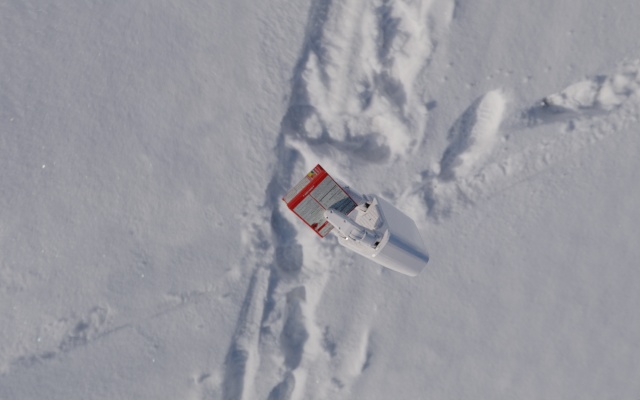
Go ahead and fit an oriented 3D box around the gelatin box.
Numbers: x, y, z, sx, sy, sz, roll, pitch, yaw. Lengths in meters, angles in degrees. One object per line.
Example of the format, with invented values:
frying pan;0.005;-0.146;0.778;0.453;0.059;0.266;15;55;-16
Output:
gelatin box;0.000;0.002;0.685;0.089;0.073;0.030;44;3;-39
